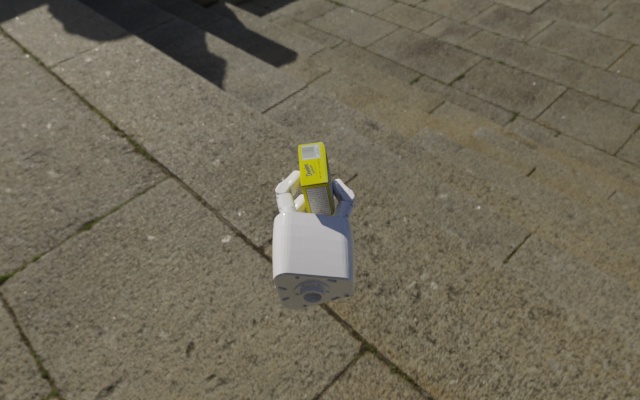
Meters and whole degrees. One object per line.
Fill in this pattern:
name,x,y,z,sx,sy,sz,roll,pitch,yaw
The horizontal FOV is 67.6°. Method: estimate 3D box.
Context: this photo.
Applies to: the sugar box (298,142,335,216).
sugar box,0.000,0.003,0.766,0.048,0.093,0.176,-7,-43,2
